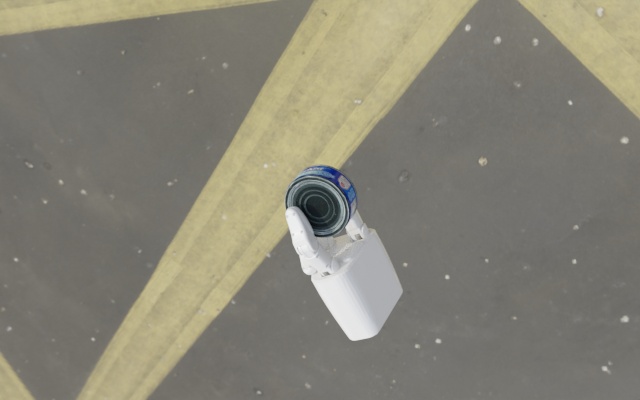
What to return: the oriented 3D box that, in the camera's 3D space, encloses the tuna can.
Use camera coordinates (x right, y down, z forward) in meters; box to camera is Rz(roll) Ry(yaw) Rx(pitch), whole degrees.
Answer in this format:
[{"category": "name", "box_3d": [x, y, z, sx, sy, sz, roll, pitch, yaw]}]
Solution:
[{"category": "tuna can", "box_3d": [0.000, 0.002, 0.582, 0.086, 0.086, 0.033, 0, 26, 22]}]
